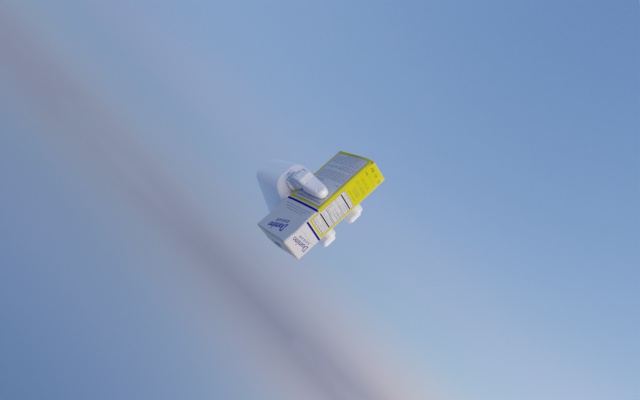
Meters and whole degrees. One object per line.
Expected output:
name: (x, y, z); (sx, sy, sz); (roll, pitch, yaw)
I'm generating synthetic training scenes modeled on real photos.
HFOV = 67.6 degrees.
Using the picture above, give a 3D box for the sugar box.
sugar box: (0.000, 0.003, 0.701); (0.176, 0.048, 0.093); (-44, 31, -13)
